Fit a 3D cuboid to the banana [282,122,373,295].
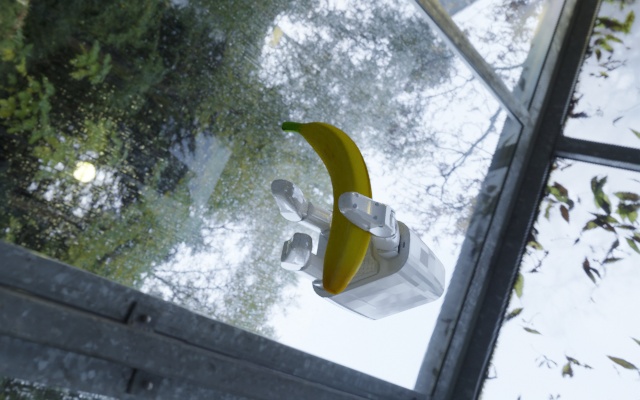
[{"bbox_3d":[0.016,-0.009,0.453,0.069,0.197,0.037,-24,-35,12],"label":"banana"}]
